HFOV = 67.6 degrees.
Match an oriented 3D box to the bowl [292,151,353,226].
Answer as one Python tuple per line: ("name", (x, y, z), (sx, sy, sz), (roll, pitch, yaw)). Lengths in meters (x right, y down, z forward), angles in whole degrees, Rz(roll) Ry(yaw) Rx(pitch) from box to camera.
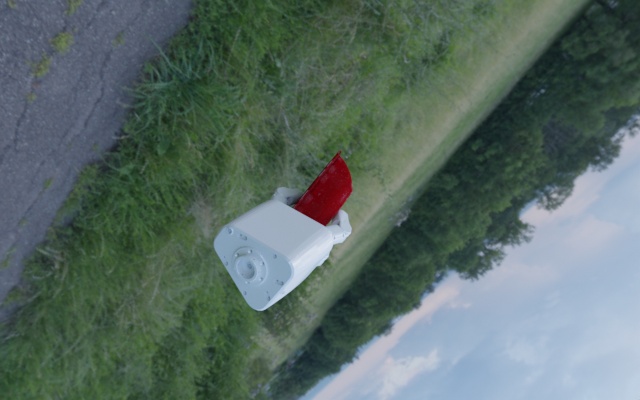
("bowl", (0.001, 0.002, 0.733), (0.055, 0.162, 0.162), (39, -1, -1))
